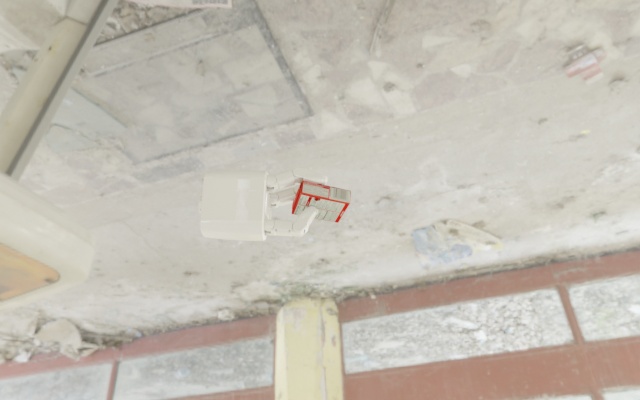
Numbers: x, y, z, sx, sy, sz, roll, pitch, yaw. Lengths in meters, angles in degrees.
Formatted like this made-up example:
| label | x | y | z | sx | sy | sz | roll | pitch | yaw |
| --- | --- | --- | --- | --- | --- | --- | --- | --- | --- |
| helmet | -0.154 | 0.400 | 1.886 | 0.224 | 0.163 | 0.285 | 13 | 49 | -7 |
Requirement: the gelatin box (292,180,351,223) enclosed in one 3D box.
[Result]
| label | x | y | z | sx | sy | sz | roll | pitch | yaw |
| --- | --- | --- | --- | --- | --- | --- | --- | --- | --- |
| gelatin box | 0.000 | 0.003 | 0.826 | 0.089 | 0.030 | 0.073 | 12 | -32 | -9 |
